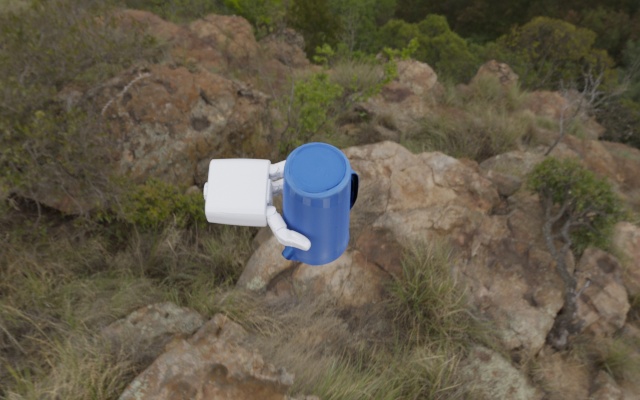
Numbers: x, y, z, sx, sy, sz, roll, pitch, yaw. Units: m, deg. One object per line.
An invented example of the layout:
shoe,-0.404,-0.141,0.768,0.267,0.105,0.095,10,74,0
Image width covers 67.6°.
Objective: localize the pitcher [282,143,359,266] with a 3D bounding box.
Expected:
pitcher,0.000,0.003,0.854,0.145,0.149,0.243,3,-31,0
